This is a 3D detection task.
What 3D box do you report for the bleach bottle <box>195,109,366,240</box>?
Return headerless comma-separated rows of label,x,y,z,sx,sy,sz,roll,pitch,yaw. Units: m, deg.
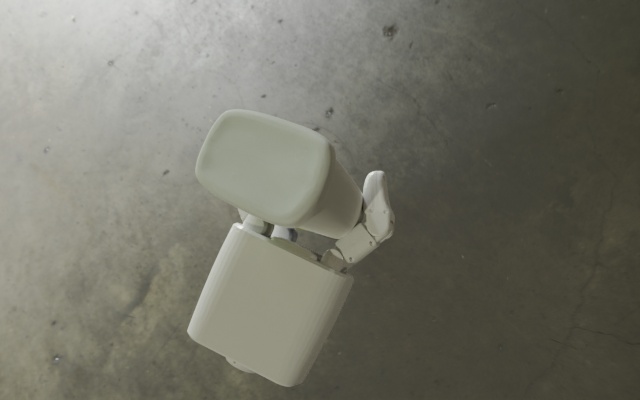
bleach bottle,0.000,0.001,0.429,0.102,0.068,0.251,23,-4,24
